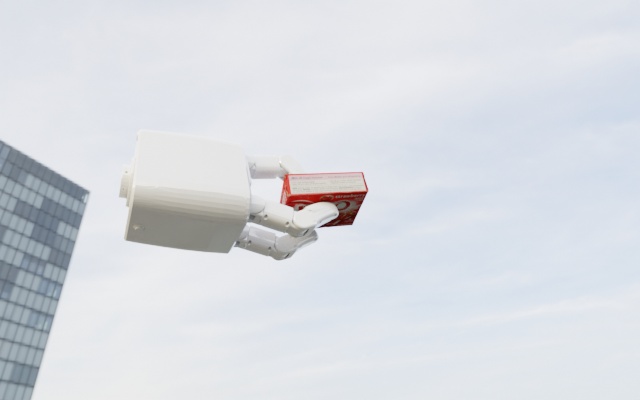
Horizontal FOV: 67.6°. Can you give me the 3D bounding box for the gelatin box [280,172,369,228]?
[{"bbox_3d":[0.000,0.001,0.525,0.089,0.030,0.073,-3,-32,-14],"label":"gelatin box"}]
